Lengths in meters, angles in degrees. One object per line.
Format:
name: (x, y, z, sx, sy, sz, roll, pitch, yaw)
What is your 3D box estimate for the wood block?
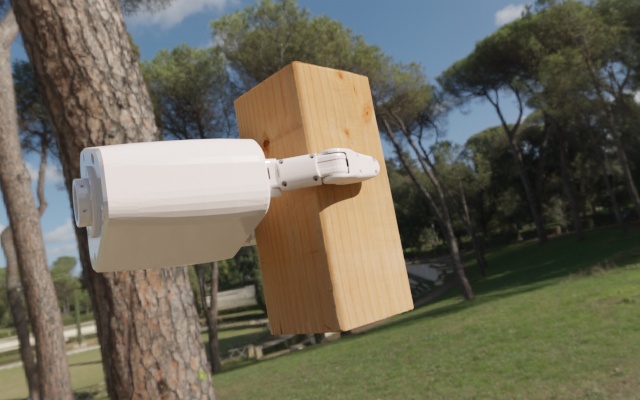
wood block: (0.000, 0.001, 0.410, 0.090, 0.206, 0.091, -3, -10, -44)
